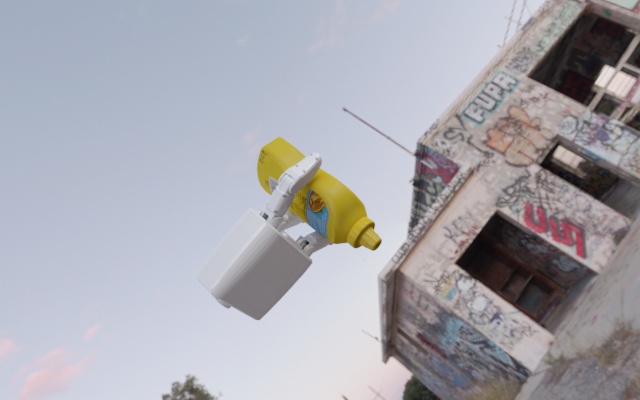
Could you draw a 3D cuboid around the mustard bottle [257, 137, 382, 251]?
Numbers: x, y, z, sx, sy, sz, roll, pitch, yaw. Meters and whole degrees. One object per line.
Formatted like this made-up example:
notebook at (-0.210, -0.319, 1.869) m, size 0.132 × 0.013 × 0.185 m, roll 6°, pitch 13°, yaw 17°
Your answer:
mustard bottle at (0.000, 0.002, 0.615) m, size 0.191 × 0.096 × 0.058 m, roll 38°, pitch 59°, yaw 26°
